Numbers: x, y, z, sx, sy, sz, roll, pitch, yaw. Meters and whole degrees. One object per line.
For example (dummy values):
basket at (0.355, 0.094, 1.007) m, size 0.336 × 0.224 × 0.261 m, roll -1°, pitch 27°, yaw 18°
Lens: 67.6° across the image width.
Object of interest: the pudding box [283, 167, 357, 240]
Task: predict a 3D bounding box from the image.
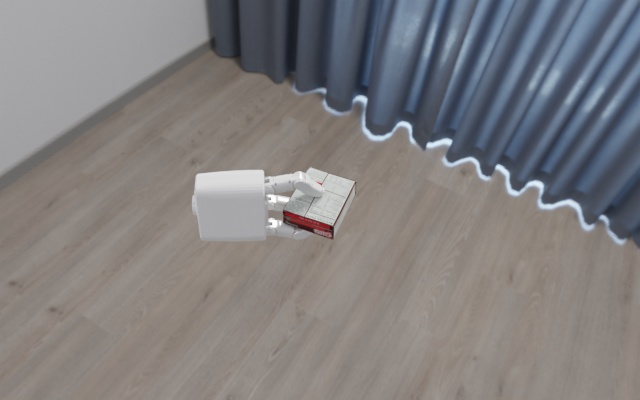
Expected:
pudding box at (0.000, 0.002, 0.789) m, size 0.090 × 0.113 × 0.039 m, roll 19°, pitch -38°, yaw 13°
